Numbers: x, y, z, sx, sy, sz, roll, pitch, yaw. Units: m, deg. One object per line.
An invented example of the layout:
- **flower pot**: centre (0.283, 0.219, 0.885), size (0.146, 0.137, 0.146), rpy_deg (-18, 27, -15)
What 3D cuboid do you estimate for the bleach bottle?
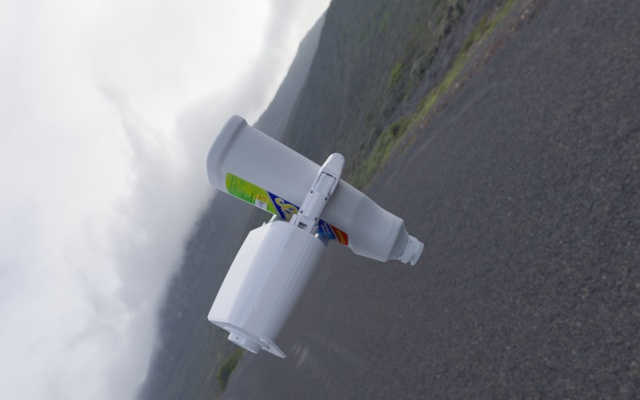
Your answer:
- **bleach bottle**: centre (0.000, 0.002, 0.533), size (0.251, 0.068, 0.103), rpy_deg (27, -21, 0)
